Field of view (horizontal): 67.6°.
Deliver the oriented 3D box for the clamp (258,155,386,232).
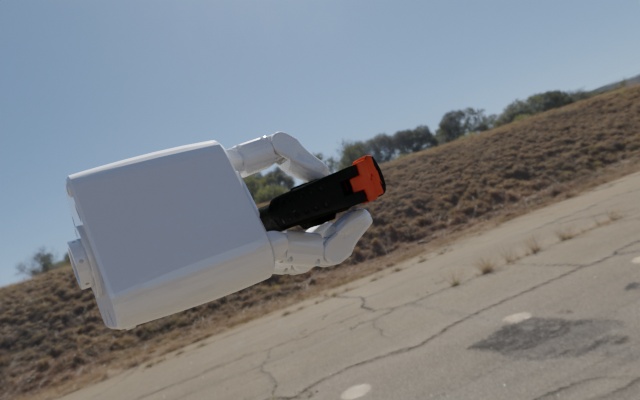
[{"bbox_3d":[0.000,0.000,0.403,0.164,0.036,0.210,-18,-3,-32],"label":"clamp"}]
